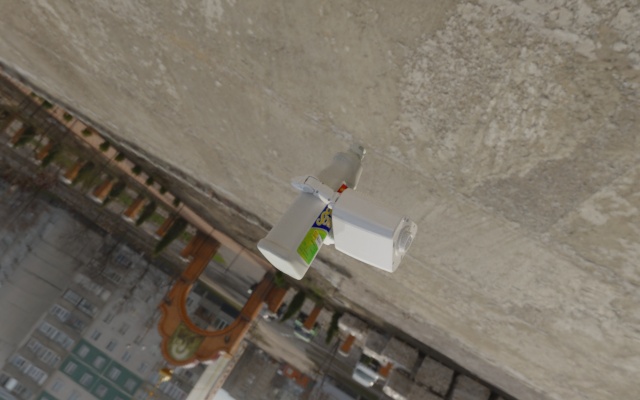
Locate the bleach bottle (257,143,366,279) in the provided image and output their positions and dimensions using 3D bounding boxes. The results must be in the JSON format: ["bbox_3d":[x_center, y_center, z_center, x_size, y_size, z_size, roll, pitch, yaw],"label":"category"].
[{"bbox_3d":[0.000,0.003,0.797,0.068,0.250,0.103,23,-21,28],"label":"bleach bottle"}]
